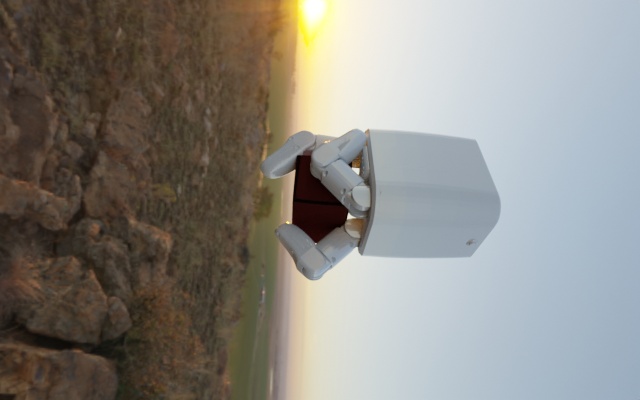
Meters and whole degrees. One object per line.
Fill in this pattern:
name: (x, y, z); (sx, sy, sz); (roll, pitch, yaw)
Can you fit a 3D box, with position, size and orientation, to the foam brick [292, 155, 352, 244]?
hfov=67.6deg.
foam brick: (0.000, 0.002, 0.453); (0.051, 0.053, 0.078); (4, -31, -2)
